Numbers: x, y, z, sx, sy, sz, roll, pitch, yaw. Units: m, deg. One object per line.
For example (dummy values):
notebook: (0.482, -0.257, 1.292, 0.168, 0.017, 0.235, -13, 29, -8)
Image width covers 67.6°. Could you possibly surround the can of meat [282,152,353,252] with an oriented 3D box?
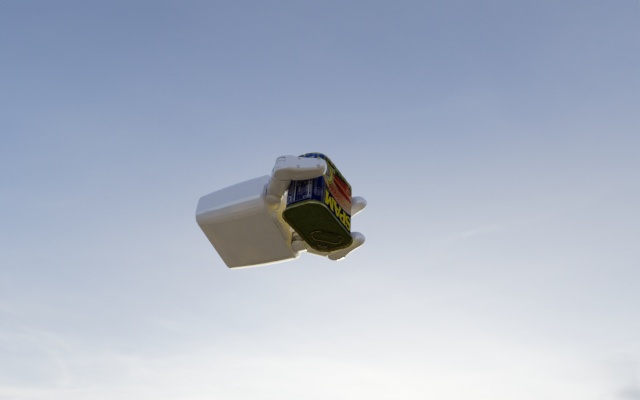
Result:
can of meat: (0.000, 0.002, 0.593, 0.057, 0.084, 0.102, -16, -42, 24)
